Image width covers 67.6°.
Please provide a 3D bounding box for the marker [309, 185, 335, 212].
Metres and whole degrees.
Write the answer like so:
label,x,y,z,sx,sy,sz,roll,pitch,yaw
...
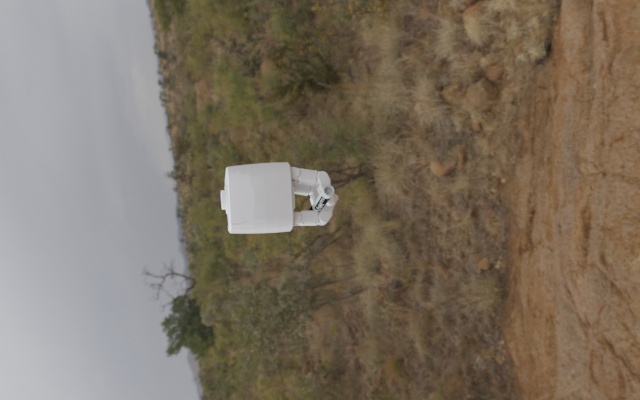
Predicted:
label,x,y,z,sx,sy,sz,roll,pitch,yaw
marker,0.000,0.003,0.794,0.020,0.020,0.121,0,-17,-13
